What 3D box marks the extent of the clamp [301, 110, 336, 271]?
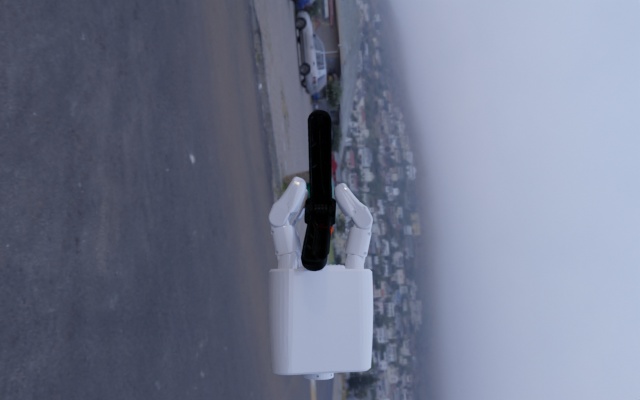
[{"bbox_3d":[0.001,0.002,0.553,0.036,0.164,0.210,2,-10,3],"label":"clamp"}]
